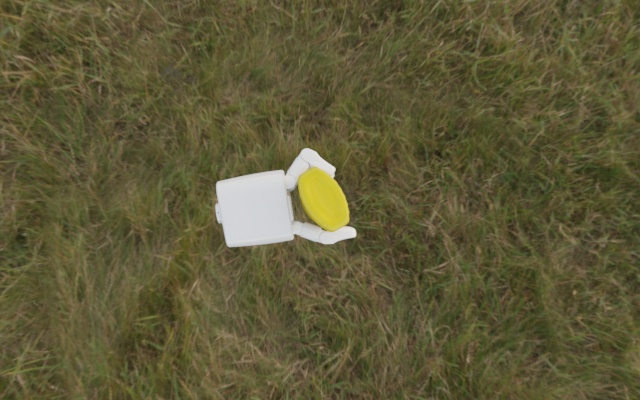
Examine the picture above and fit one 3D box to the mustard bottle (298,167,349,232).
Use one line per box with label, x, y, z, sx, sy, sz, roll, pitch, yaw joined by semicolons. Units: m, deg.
mustard bottle;0.000;0.002;0.767;0.058;0.096;0.191;-33;-1;-4
